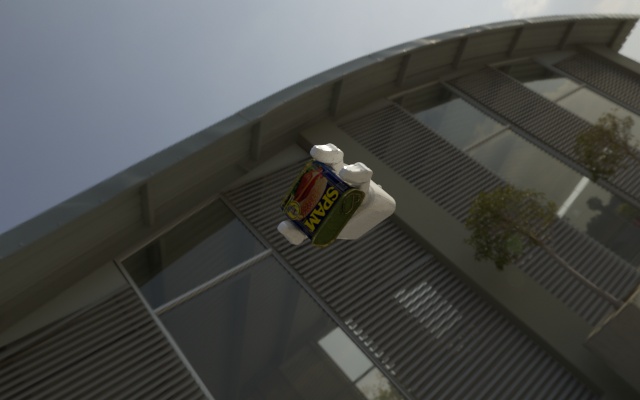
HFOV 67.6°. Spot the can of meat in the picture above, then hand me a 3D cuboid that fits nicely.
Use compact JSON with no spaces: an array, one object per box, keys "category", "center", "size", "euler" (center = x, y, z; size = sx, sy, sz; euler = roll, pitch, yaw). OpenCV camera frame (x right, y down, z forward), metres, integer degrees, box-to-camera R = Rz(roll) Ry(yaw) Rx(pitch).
[{"category":"can of meat","center":[0.000,0.002,0.692],"size":[0.084,0.102,0.057],"euler":[43,16,28]}]
